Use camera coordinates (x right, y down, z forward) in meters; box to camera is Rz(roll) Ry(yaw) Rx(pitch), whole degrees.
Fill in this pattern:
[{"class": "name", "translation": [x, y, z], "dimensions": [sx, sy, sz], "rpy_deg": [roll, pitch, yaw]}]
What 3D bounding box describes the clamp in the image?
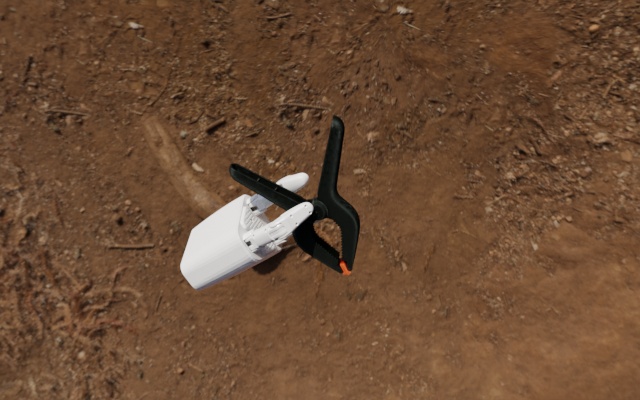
[{"class": "clamp", "translation": [0.000, 0.003, 0.630], "dimensions": [0.164, 0.210, 0.036], "rpy_deg": [-30, 14, 19]}]
